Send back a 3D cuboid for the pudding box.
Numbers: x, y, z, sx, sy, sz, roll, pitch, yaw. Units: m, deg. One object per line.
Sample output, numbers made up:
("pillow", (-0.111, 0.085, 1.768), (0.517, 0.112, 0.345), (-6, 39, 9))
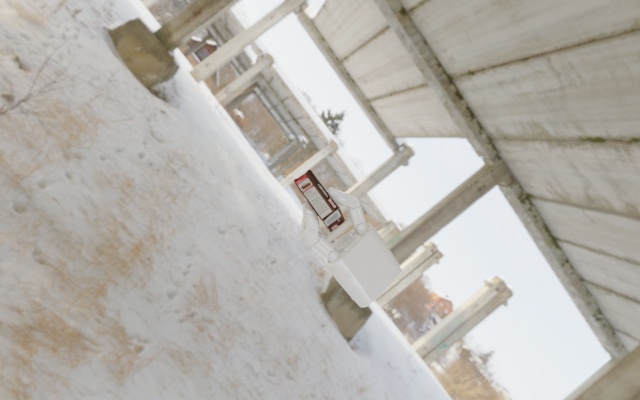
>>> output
("pudding box", (0.000, 0.003, 0.841), (0.039, 0.090, 0.113), (-36, -15, -3))
